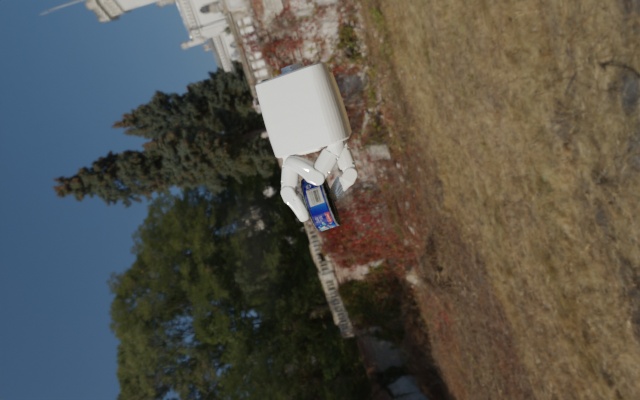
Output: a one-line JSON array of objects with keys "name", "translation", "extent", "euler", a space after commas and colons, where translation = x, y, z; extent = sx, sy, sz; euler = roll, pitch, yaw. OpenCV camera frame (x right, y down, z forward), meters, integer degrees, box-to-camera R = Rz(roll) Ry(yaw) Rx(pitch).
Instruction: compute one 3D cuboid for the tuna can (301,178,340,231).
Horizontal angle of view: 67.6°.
[{"name": "tuna can", "translation": [0.000, 0.003, 0.720], "extent": [0.034, 0.086, 0.086], "euler": [-19, -3, 7]}]
